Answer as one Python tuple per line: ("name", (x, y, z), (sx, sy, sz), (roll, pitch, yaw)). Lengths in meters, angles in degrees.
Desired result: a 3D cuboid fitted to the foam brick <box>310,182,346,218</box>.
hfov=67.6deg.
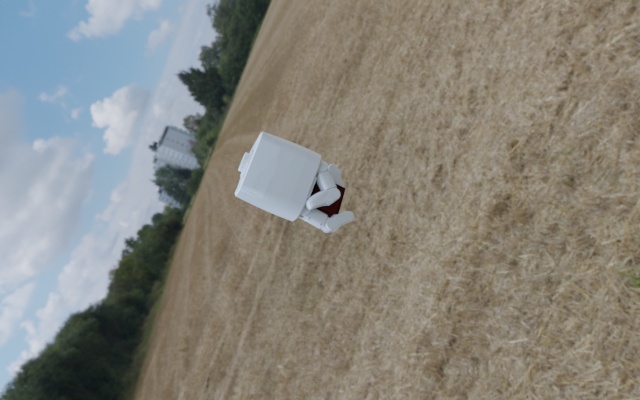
("foam brick", (0.000, 0.003, 0.822), (0.051, 0.053, 0.078), (24, -27, -13))
